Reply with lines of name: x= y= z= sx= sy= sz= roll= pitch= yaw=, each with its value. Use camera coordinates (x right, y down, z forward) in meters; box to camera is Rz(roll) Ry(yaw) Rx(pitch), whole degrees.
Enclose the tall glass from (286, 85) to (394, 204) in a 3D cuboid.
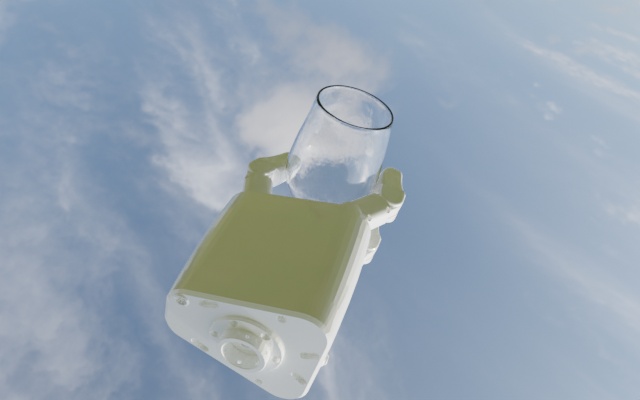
tall glass: x=0.000 y=0.002 z=0.425 sx=0.079 sy=0.201 sz=0.079 roll=12 pitch=39 yaw=-10
